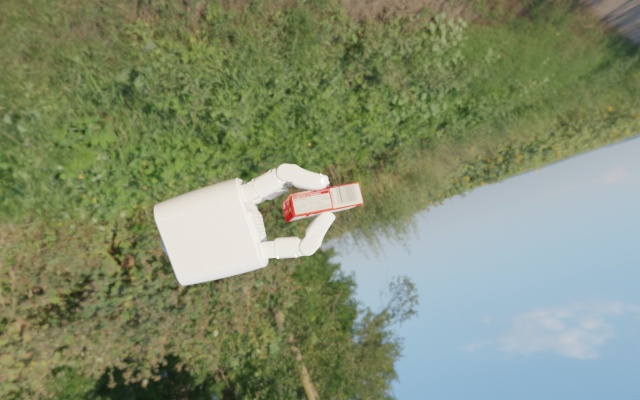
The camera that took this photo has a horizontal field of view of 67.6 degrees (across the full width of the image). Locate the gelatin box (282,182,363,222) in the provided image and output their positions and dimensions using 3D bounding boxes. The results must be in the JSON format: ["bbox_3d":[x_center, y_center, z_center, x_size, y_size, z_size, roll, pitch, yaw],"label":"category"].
[{"bbox_3d":[0.001,0.002,0.594,0.089,0.030,0.073,-11,-4,-11],"label":"gelatin box"}]
